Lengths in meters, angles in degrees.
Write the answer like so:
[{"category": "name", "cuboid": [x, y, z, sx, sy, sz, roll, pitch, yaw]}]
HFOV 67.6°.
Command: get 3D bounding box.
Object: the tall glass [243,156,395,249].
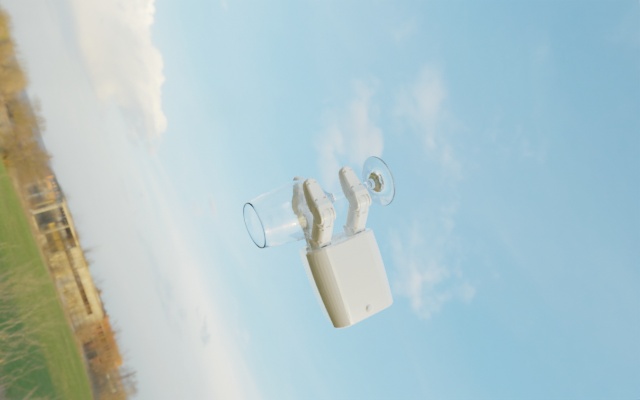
[{"category": "tall glass", "cuboid": [0.001, 0.002, 0.642, 0.201, 0.079, 0.079, -19, 9, -27]}]
